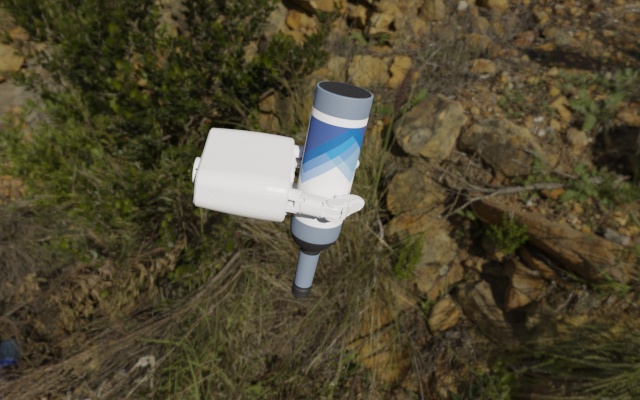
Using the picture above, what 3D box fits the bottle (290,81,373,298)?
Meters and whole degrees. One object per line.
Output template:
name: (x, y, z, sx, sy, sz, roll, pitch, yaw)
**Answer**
bottle: (0.000, 0.002, 0.611, 0.069, 0.296, 0.069, 10, 27, -5)
